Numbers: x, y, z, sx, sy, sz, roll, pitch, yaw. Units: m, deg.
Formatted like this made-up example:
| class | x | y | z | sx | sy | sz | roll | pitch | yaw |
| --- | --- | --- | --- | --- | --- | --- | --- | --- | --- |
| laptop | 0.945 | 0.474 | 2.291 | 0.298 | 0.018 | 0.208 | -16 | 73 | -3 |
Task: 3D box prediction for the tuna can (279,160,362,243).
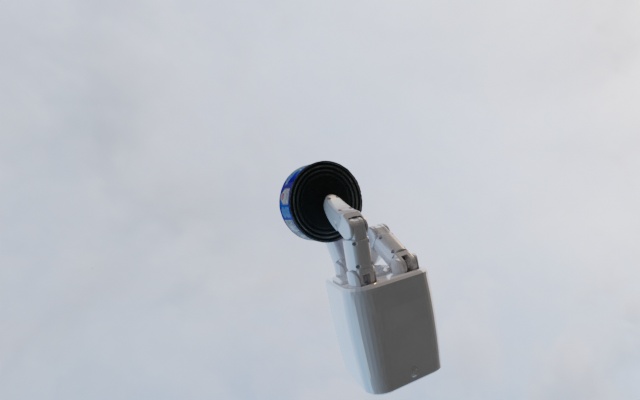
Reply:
| class | x | y | z | sx | sy | sz | roll | pitch | yaw |
| --- | --- | --- | --- | --- | --- | --- | --- | --- | --- |
| tuna can | 0.000 | 0.002 | 0.512 | 0.086 | 0.086 | 0.034 | 0 | -2 | -26 |
